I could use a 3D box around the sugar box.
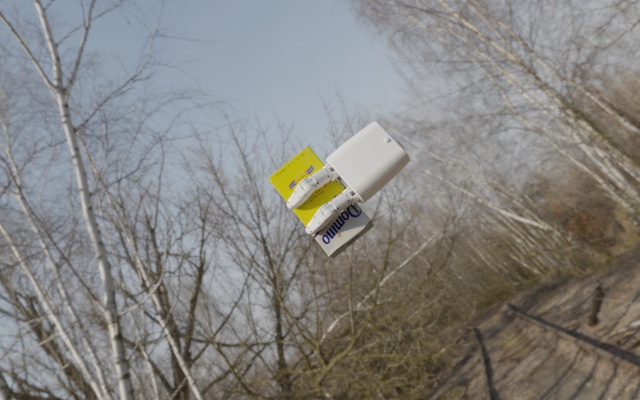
[{"bbox_3d":[0.000,0.002,0.814,0.093,0.176,0.048,-40,-19,0],"label":"sugar box"}]
